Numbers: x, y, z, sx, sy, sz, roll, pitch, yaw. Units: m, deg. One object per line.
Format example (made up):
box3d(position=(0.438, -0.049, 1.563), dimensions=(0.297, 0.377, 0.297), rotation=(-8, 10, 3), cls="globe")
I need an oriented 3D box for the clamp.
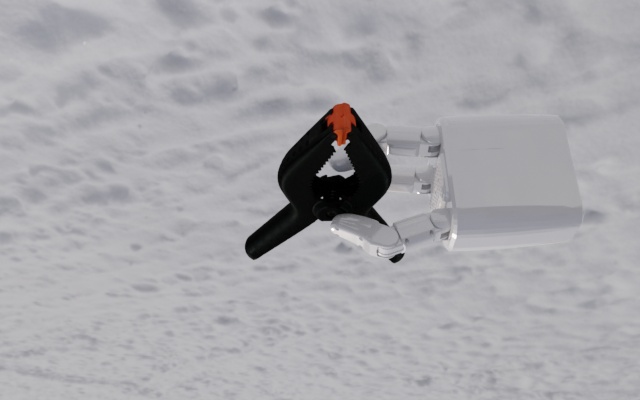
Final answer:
box3d(position=(0.000, 0.002, 0.425), dimensions=(0.164, 0.036, 0.210), rotation=(-3, -36, 2), cls="clamp")
